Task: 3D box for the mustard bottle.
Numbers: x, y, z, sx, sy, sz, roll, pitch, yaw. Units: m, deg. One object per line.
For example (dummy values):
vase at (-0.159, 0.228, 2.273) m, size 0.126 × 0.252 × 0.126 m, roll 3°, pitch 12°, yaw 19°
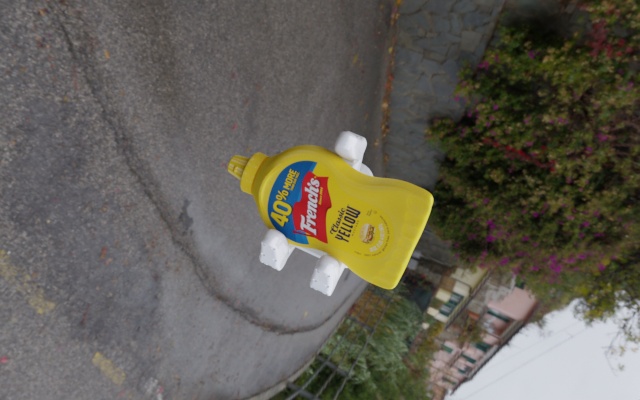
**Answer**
mustard bottle at (0.000, 0.002, 0.449) m, size 0.191 × 0.096 × 0.058 m, roll 24°, pitch 21°, yaw 10°
